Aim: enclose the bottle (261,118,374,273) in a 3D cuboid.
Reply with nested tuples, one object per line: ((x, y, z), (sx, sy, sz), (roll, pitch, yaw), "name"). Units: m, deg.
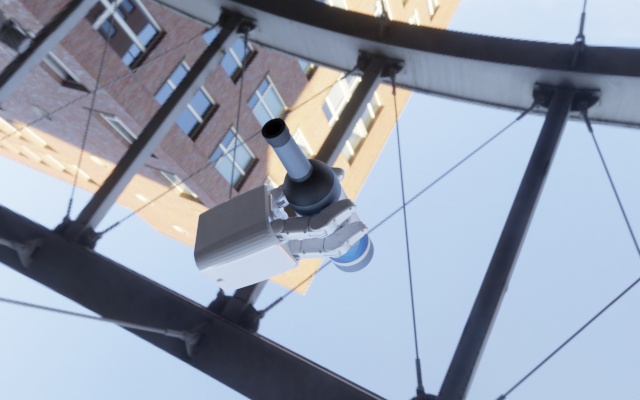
((0.000, 0.002, 0.605), (0.069, 0.069, 0.296), (0, -31, 23), "bottle")
